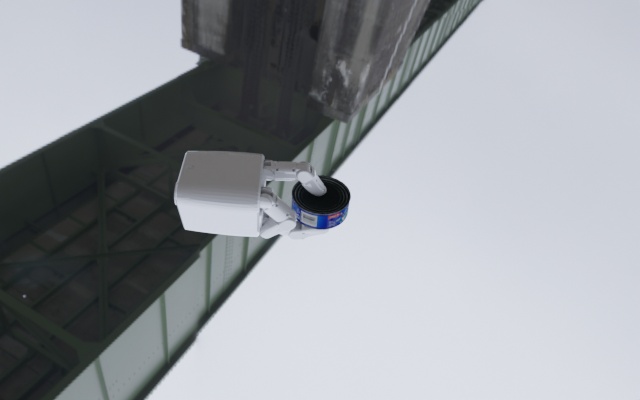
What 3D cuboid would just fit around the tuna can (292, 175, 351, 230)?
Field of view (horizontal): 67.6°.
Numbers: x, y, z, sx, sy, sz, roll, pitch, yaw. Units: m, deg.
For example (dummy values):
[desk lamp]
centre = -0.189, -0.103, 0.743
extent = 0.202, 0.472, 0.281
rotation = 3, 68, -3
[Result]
[tuna can]
centre = 0.000, 0.003, 0.700
extent = 0.086, 0.034, 0.086
rotation = 3, 42, -3
